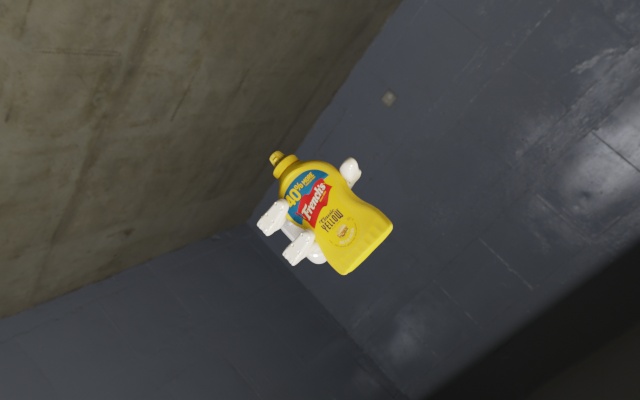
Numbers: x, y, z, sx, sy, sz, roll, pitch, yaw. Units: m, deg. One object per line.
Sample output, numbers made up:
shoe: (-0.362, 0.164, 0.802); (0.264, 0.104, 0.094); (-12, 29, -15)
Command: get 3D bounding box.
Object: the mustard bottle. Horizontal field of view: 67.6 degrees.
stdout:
mustard bottle: (0.000, 0.002, 0.654); (0.191, 0.096, 0.058); (46, 16, 13)
